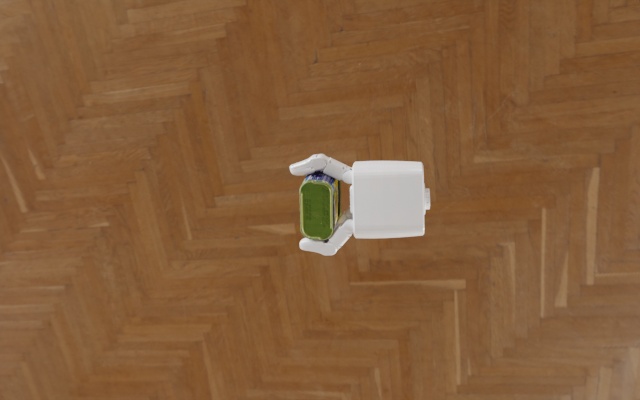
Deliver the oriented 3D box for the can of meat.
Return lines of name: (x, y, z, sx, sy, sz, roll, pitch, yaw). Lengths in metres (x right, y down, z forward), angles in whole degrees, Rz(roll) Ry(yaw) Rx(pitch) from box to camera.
can of meat: (0.000, 0.002, 0.758, 0.057, 0.102, 0.084, 2, 20, 8)
